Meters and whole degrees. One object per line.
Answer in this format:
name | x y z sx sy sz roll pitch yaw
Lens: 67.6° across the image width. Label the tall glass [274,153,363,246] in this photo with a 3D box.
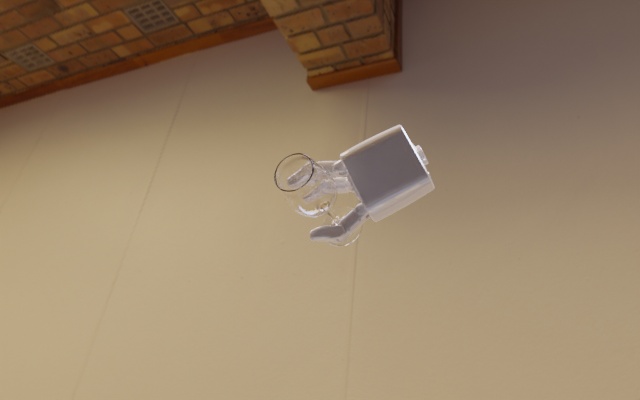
tall glass | 0.000 0.003 0.749 0.079 0.079 0.201 0 -25 25
